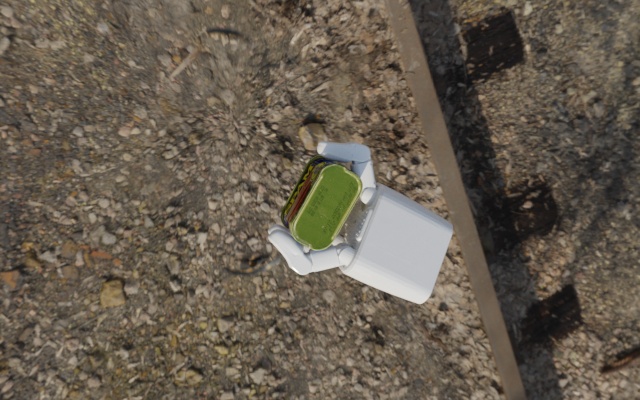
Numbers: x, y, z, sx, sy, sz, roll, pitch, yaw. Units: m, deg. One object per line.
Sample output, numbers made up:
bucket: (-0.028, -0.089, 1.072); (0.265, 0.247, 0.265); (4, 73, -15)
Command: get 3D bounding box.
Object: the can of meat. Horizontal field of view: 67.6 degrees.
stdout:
can of meat: (0.000, 0.002, 0.553); (0.057, 0.102, 0.084); (28, 3, -14)
